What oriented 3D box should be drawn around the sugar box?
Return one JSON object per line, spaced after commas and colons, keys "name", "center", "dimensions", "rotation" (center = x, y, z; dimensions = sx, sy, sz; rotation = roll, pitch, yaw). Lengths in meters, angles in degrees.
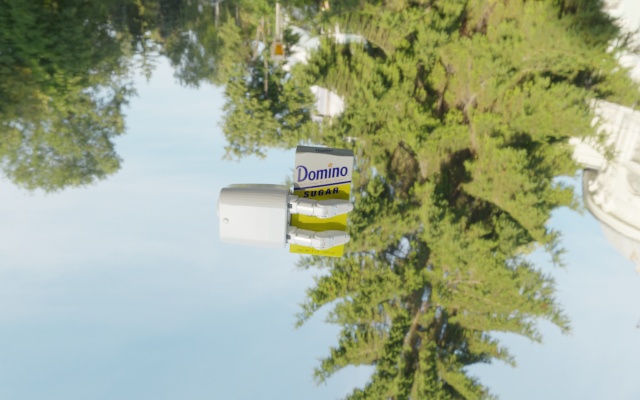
{"name": "sugar box", "center": [0.000, 0.003, 0.775], "dimensions": [0.093, 0.176, 0.048], "rotation": [4, 24, -1]}
